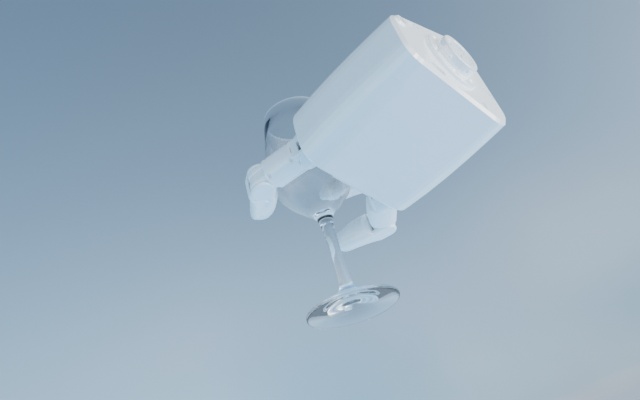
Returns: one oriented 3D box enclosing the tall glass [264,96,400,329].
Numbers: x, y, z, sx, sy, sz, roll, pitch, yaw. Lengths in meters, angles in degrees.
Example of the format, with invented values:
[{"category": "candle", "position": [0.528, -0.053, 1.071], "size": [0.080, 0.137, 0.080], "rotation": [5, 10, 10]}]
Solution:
[{"category": "tall glass", "position": [0.000, 0.002, 0.413], "size": [0.079, 0.201, 0.079], "rotation": [-13, -32, -8]}]
